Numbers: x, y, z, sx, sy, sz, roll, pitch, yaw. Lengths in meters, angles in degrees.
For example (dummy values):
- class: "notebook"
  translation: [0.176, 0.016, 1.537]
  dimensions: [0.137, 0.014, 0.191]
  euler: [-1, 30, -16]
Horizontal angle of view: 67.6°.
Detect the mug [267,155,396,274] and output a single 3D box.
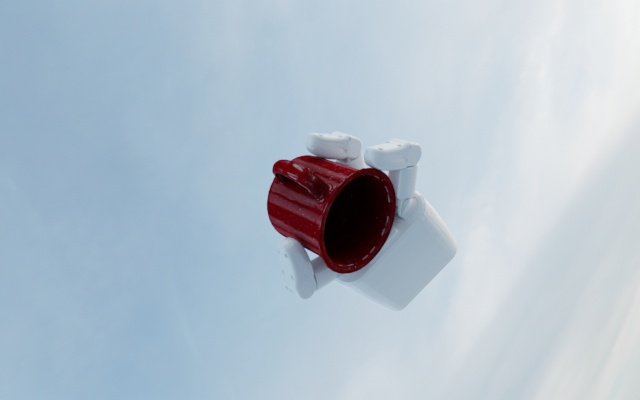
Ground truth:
- class: "mug"
  translation: [-0.001, 0.001, 0.415]
  dimensions: [0.081, 0.093, 0.117]
  euler: [23, -12, 43]
